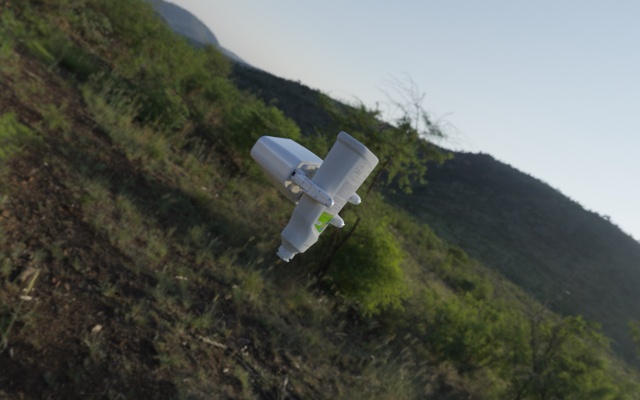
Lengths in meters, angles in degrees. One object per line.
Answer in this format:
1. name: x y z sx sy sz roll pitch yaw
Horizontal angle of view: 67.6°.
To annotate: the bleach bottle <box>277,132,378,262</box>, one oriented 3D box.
1. bleach bottle: 0.000 0.003 0.868 0.068 0.251 0.102 39 5 28
